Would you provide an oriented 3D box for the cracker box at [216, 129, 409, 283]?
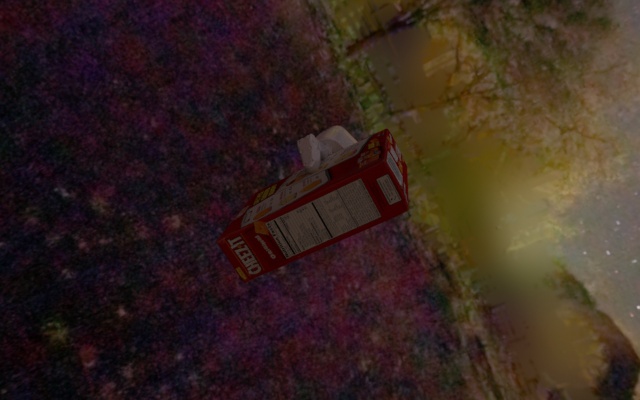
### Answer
[{"bbox_3d":[0.000,0.002,0.586,0.214,0.072,0.164,-26,14,17],"label":"cracker box"}]
